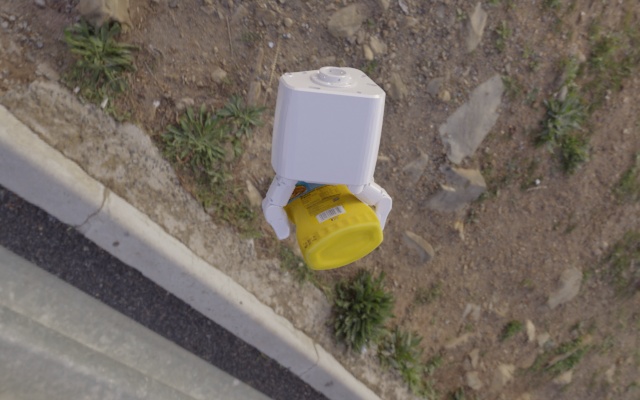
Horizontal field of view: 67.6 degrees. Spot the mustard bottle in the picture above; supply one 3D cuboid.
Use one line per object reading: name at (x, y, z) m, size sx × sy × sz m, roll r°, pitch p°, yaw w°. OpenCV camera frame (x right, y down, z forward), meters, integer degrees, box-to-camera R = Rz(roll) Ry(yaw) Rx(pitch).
mustard bottle at (0.000, 0.002, 0.611) m, size 0.096 × 0.058 × 0.191 m, roll -23°, pitch 38°, yaw -5°
